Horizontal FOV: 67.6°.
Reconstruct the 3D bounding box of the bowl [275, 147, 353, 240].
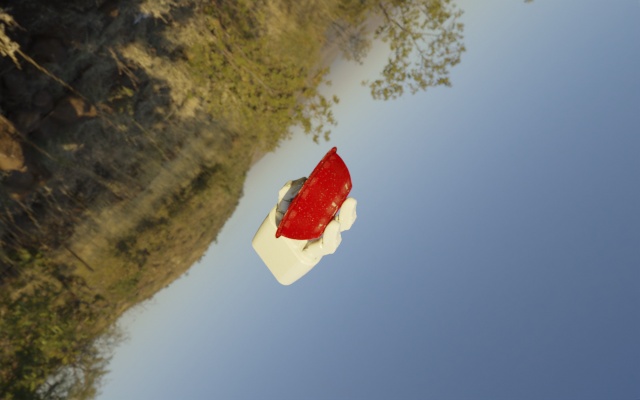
[{"bbox_3d":[0.001,0.002,0.702,0.055,0.162,0.162,33,3,5],"label":"bowl"}]
